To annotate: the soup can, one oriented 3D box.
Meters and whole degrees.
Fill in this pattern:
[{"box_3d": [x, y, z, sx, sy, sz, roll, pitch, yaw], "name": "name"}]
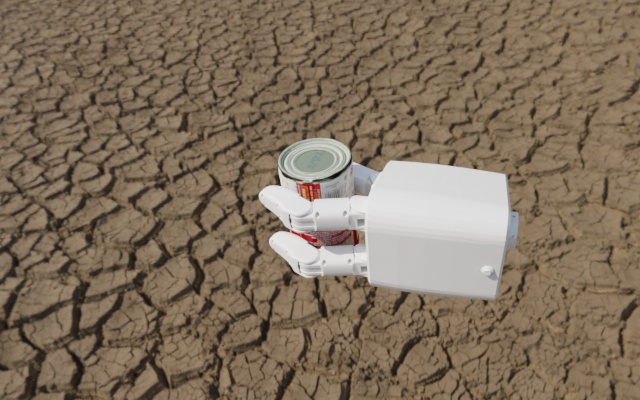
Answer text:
[{"box_3d": [0.000, 0.001, 0.450, 0.068, 0.102, 0.068, -5, 39, 4], "name": "soup can"}]
